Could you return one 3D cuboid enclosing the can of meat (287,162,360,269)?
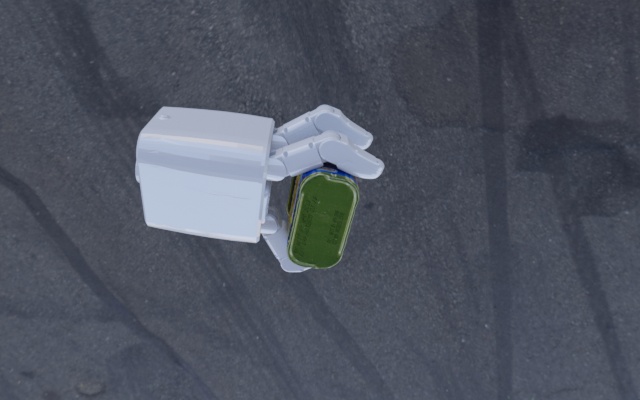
[{"bbox_3d":[0.000,0.002,0.450,0.057,0.102,0.084,10,28,-7],"label":"can of meat"}]
